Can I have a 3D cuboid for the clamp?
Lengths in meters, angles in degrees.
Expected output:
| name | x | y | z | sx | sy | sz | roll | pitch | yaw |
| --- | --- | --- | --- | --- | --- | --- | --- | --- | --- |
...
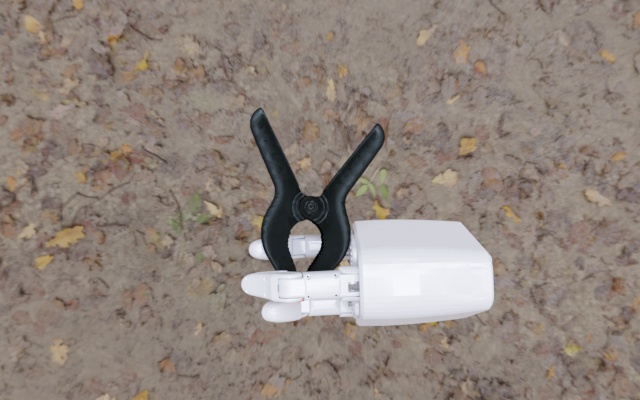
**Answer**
| name | x | y | z | sx | sy | sz | roll | pitch | yaw |
| --- | --- | --- | --- | --- | --- | --- | --- | --- | --- |
| clamp | 0.000 | 0.002 | 0.423 | 0.120 | 0.171 | 0.039 | -2 | -2 | 1 |
